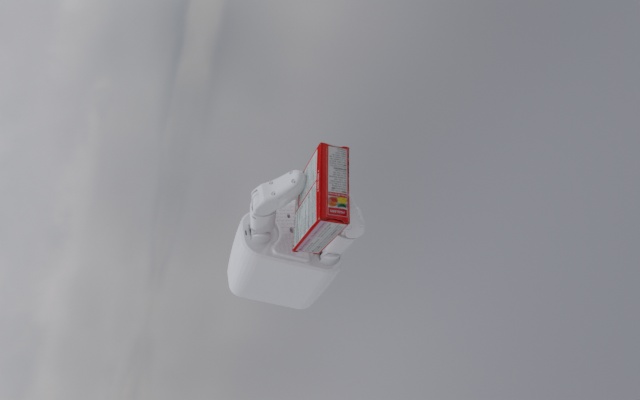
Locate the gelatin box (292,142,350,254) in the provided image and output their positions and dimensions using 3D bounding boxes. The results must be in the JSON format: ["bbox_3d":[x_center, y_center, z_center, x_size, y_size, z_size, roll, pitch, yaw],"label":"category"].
[{"bbox_3d":[0.000,0.001,0.434,0.030,0.073,0.089,8,-26,-15],"label":"gelatin box"}]
